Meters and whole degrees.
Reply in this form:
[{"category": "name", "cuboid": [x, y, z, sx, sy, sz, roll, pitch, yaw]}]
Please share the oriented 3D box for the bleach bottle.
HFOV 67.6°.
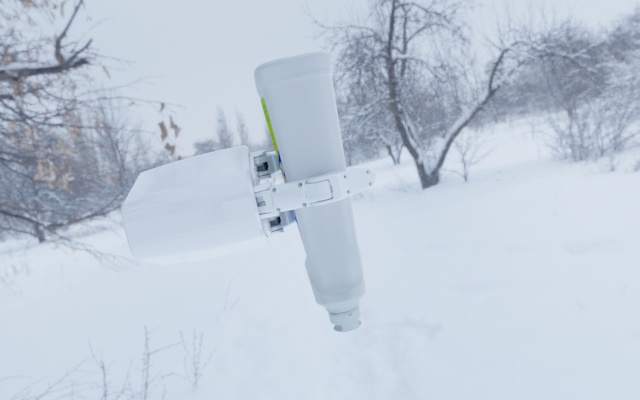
[{"category": "bleach bottle", "cuboid": [0.000, 0.001, 0.441, 0.068, 0.251, 0.102, -13, 7, -3]}]
